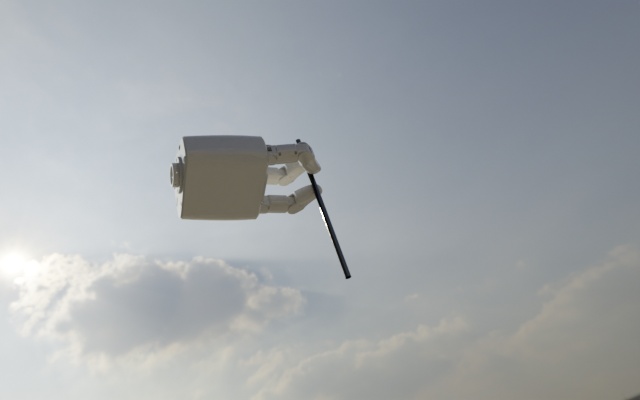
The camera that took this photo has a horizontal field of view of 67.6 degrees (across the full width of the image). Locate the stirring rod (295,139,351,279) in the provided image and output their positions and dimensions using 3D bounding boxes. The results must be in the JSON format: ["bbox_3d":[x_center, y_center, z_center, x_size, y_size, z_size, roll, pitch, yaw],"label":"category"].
[{"bbox_3d":[0.000,0.002,0.657,0.011,0.239,0.011,-14,-35,-10],"label":"stirring rod"}]
